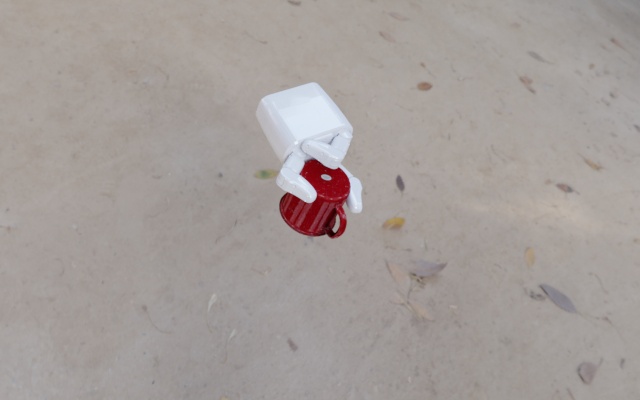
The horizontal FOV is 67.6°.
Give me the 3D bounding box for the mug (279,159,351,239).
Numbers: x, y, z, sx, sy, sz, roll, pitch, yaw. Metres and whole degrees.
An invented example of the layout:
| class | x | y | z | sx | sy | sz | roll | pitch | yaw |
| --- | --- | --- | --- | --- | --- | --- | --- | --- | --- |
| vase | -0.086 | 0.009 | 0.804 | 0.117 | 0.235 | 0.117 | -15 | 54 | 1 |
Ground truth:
| class | x | y | z | sx | sy | sz | roll | pitch | yaw |
| --- | --- | --- | --- | --- | --- | --- | --- | --- | --- |
| mug | 0.001 | 0.003 | 0.703 | 0.093 | 0.117 | 0.081 | -14 | -32 | -35 |
